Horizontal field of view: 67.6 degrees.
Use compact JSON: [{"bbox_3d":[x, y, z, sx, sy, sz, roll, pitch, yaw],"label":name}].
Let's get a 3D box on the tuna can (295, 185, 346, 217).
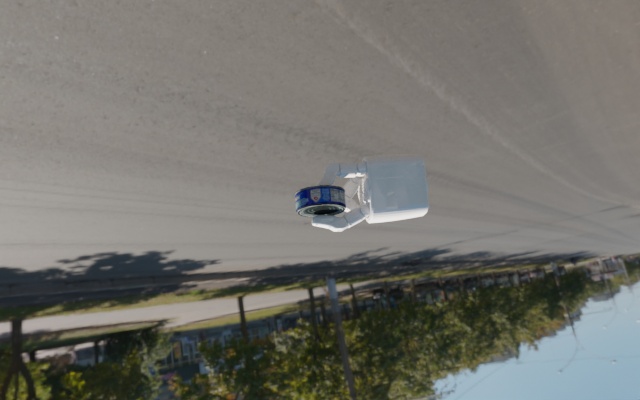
[{"bbox_3d":[0.000,0.003,0.806,0.086,0.033,0.086,-4,-15,-1],"label":"tuna can"}]
